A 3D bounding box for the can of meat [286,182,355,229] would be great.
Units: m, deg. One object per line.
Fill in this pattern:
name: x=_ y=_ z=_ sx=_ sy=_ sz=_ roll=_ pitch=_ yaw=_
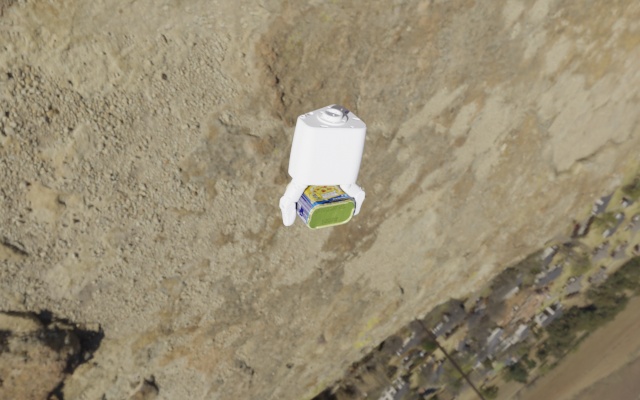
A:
can of meat: x=0.000 y=0.003 z=0.860 sx=0.102 sy=0.057 sz=0.084 roll=-10 pitch=39 yaw=-32
